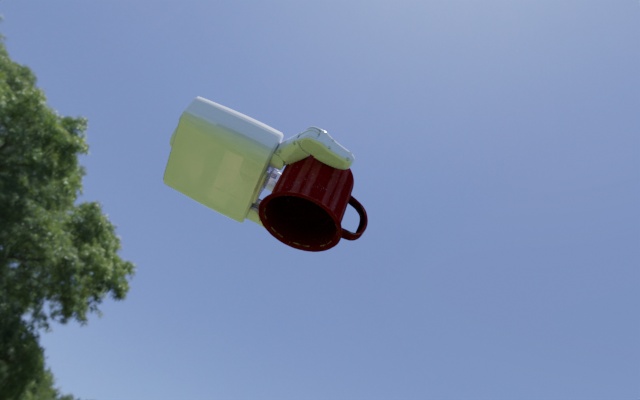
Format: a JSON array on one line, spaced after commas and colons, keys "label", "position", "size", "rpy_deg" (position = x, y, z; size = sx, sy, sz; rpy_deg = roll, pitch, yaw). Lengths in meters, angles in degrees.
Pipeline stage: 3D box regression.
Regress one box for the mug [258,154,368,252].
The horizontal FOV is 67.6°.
[{"label": "mug", "position": [0.001, 0.002, 0.529], "size": [0.117, 0.081, 0.093], "rpy_deg": [26, -41, -4]}]
